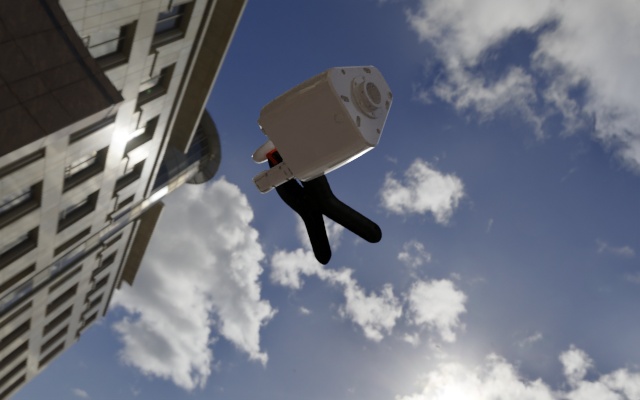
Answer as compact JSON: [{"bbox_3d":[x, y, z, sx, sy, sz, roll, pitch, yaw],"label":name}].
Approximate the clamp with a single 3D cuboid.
[{"bbox_3d":[0.000,0.002,0.597,0.120,0.171,0.039,-21,18,40],"label":"clamp"}]
